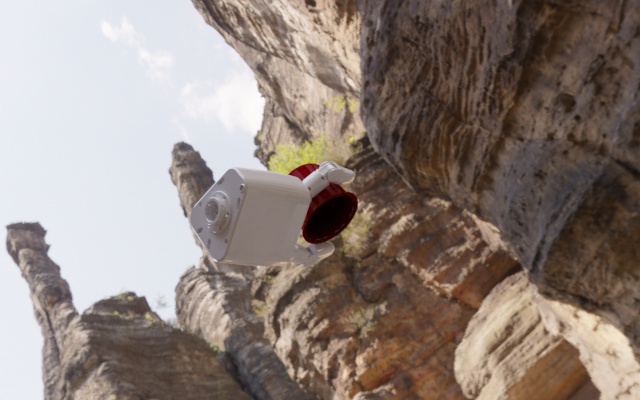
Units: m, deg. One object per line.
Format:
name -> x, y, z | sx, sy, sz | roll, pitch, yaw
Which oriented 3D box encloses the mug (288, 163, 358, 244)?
mug -> 0.001, 0.002, 0.689 | 0.117, 0.093, 0.081 | 11, 30, -50
